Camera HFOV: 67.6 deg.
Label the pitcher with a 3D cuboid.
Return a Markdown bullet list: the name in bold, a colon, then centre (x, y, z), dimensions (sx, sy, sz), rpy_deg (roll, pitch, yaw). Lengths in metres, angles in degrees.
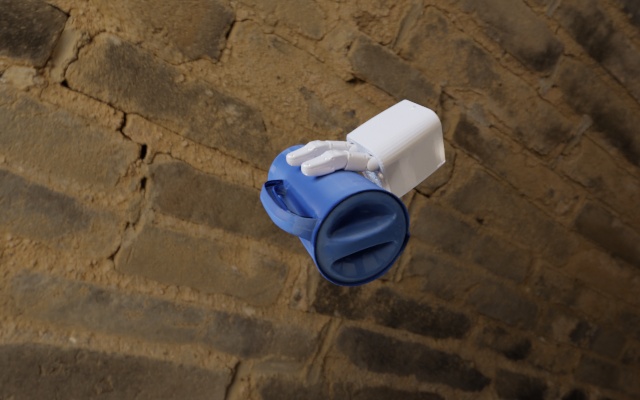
- **pitcher**: centre (0.000, 0.002, 0.673), dimensions (0.145, 0.149, 0.242), rpy_deg (-34, 32, -8)
